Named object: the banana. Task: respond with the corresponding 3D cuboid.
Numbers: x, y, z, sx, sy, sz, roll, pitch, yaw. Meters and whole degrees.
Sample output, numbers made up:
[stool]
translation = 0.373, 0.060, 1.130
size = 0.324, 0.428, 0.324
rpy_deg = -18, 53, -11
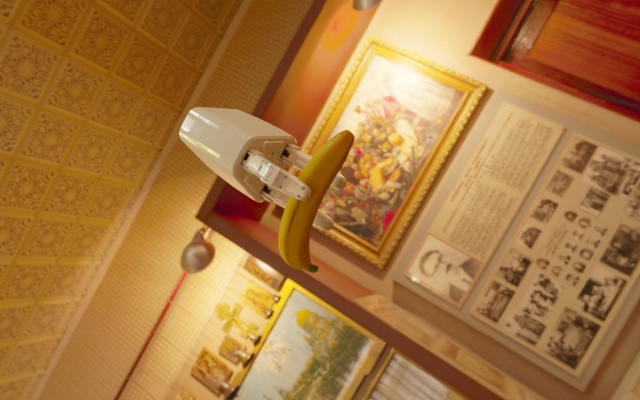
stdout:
[banana]
translation = -0.012, 0.009, 0.565
size = 0.037, 0.198, 0.069
rpy_deg = 32, 30, 29
